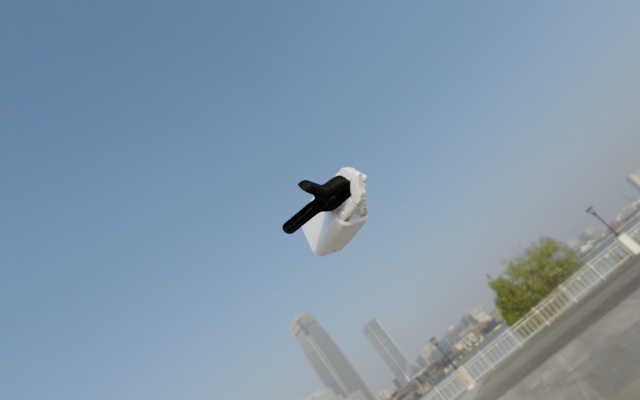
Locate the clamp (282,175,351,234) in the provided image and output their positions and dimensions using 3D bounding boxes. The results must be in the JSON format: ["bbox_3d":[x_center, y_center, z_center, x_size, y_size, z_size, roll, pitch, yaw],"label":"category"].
[{"bbox_3d":[0.000,0.002,0.891,0.171,0.039,0.120,-11,-36,-47],"label":"clamp"}]
